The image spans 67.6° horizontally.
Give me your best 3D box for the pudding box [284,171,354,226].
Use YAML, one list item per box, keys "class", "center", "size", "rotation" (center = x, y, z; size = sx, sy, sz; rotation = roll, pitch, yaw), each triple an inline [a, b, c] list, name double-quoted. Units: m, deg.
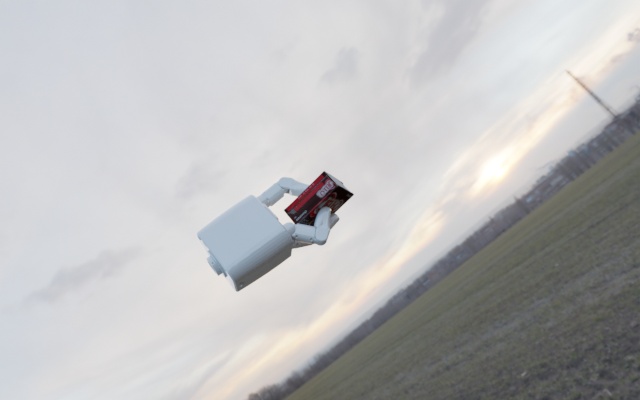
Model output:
- class: "pudding box"
  center: [0.000, 0.002, 0.770]
  size: [0.090, 0.039, 0.113]
  rotation: [-43, -14, 8]
